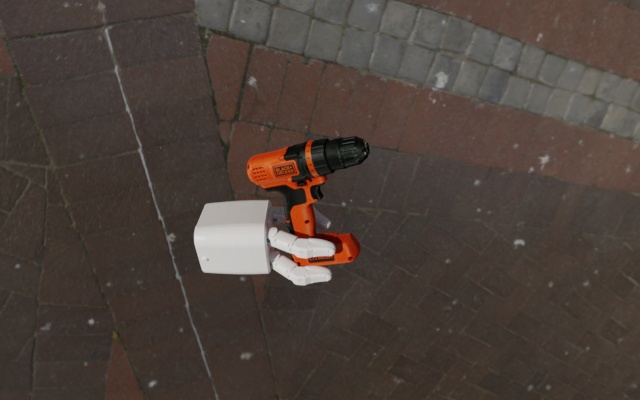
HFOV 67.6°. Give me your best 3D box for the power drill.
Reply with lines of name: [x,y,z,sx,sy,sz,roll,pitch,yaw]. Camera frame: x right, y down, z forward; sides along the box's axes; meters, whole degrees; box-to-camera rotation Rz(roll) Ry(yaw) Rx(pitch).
power drill: [0.000,0.003,0.703,0.184,0.188,0.057,-8,22,24]
